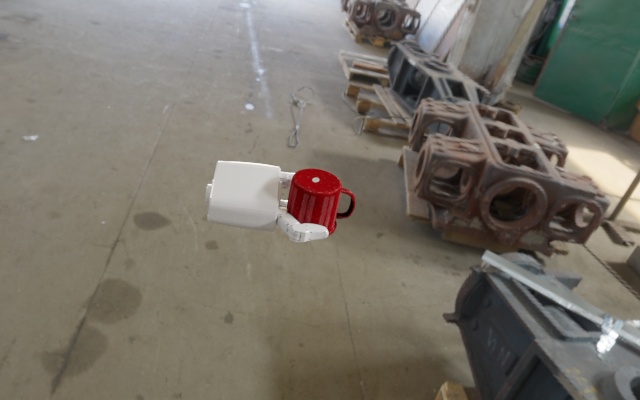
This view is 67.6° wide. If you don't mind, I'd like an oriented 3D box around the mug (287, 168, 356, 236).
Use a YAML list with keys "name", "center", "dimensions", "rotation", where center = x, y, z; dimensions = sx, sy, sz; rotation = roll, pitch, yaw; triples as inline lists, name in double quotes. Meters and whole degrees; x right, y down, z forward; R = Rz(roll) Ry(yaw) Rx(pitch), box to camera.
- name: "mug"
  center: [0.002, 0.003, 0.773]
  dimensions: [0.117, 0.081, 0.093]
  rotation: [6, 32, -10]
